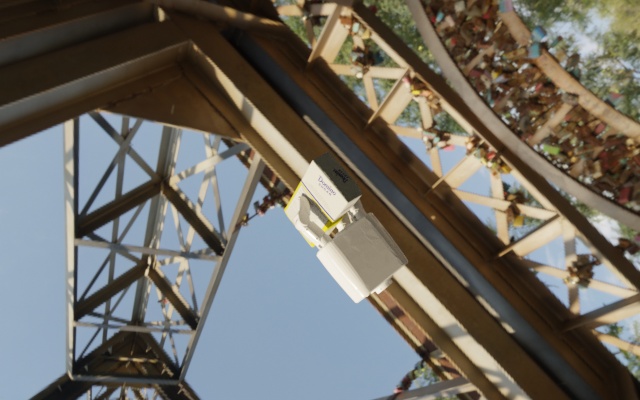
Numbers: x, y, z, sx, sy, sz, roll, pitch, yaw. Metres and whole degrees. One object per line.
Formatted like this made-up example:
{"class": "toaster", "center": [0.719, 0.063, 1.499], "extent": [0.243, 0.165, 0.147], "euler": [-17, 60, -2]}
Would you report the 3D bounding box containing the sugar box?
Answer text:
{"class": "sugar box", "center": [0.001, 0.003, 0.831], "extent": [0.048, 0.093, 0.176], "euler": [-31, -13, -35]}
